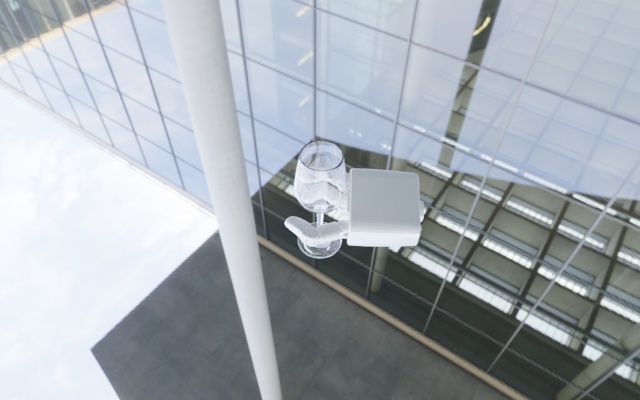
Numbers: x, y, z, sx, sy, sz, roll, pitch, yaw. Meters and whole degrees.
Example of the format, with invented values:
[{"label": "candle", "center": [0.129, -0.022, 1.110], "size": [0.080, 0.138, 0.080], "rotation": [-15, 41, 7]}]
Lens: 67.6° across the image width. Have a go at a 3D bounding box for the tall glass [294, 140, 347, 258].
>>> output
[{"label": "tall glass", "center": [0.000, 0.003, 0.730], "size": [0.079, 0.079, 0.201], "rotation": [0, -40, -1]}]
